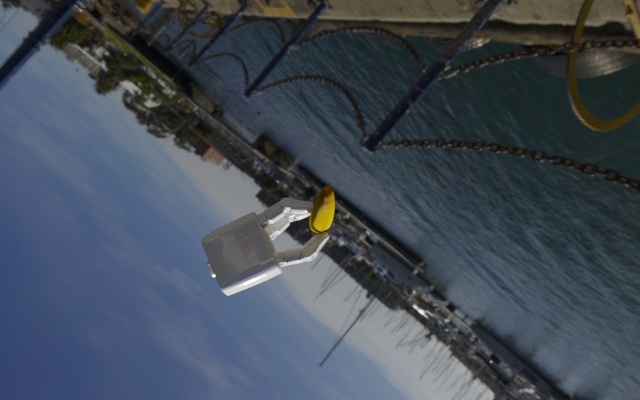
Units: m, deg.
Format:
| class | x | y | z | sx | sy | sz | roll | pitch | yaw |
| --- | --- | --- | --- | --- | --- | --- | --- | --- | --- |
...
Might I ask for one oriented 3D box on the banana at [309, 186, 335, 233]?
| class | x | y | z | sx | sy | sz | roll | pitch | yaw |
| --- | --- | --- | --- | --- | --- | --- | --- | --- | --- |
| banana | 0.000 | 0.022 | 0.833 | 0.037 | 0.069 | 0.198 | 0 | -6 | -4 |
